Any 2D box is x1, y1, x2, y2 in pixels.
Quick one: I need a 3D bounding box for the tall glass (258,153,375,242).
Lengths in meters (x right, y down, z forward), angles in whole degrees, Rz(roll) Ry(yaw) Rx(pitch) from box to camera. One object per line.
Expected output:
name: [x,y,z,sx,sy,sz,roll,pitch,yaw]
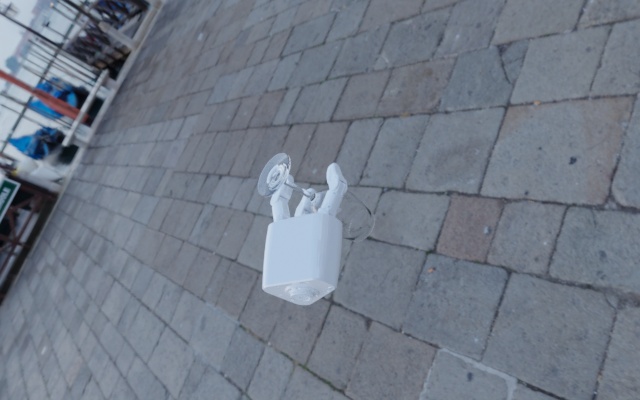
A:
tall glass: [0.000,0.002,0.772,0.201,0.079,0.079,30,-18,-35]
